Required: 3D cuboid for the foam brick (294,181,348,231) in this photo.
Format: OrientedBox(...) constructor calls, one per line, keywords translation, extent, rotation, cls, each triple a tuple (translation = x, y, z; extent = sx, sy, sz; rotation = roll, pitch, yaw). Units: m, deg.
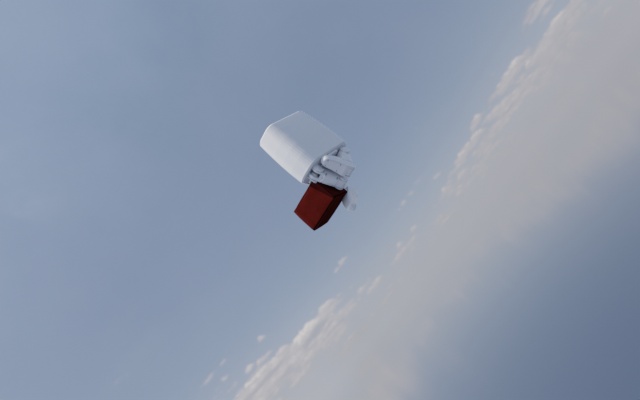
OrientedBox(translation=(0.000, 0.003, 0.835), extent=(0.051, 0.078, 0.053), rotation=(39, 27, 14), cls="foam brick")
